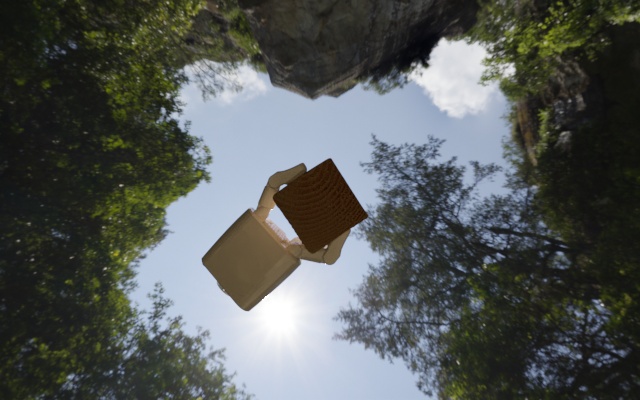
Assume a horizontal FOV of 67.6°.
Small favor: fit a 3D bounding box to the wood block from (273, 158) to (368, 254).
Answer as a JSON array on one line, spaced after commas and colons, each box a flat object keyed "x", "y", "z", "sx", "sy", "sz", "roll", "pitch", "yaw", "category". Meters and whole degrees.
[{"x": 0.000, "y": 0.002, "z": 0.690, "sx": 0.090, "sy": 0.091, "sz": 0.206, "roll": -34, "pitch": 3, "yaw": 1, "category": "wood block"}]
